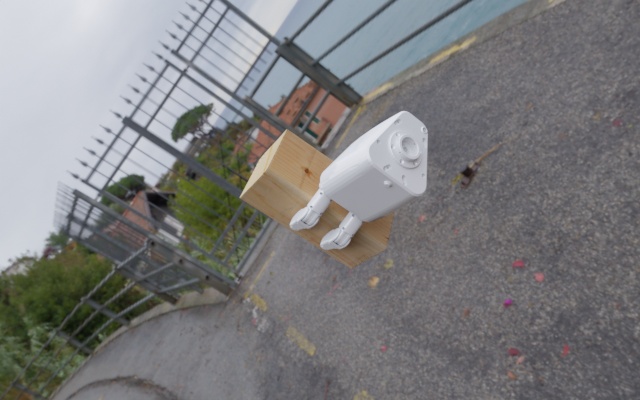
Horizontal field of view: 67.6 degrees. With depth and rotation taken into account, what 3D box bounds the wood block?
[{"bbox_3d":[0.000,0.002,0.712,0.206,0.090,0.090,34,-42,-16],"label":"wood block"}]
